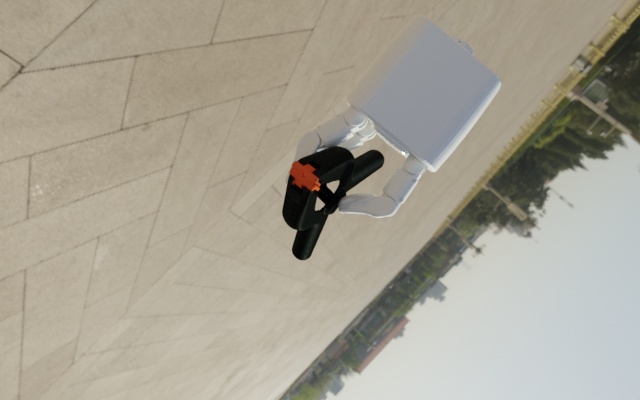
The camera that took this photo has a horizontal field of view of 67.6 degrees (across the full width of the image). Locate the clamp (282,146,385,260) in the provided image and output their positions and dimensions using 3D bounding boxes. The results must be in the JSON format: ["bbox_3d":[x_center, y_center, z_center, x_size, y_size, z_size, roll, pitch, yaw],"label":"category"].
[{"bbox_3d":[0.001,0.002,0.505,0.036,0.164,0.210,38,7,14],"label":"clamp"}]
